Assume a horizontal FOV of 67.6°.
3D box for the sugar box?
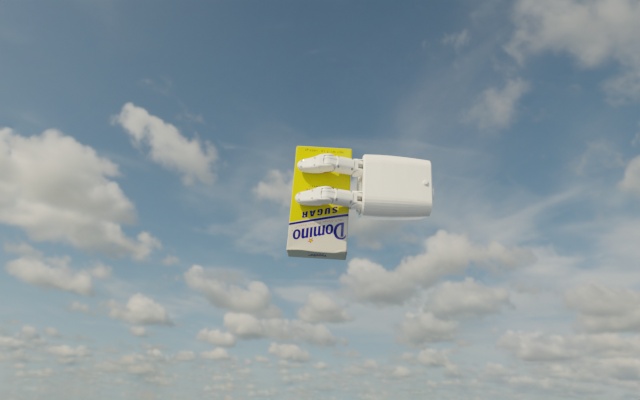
[{"bbox_3d":[0.000,0.002,0.755,0.093,0.176,0.048,3,-23,2],"label":"sugar box"}]
